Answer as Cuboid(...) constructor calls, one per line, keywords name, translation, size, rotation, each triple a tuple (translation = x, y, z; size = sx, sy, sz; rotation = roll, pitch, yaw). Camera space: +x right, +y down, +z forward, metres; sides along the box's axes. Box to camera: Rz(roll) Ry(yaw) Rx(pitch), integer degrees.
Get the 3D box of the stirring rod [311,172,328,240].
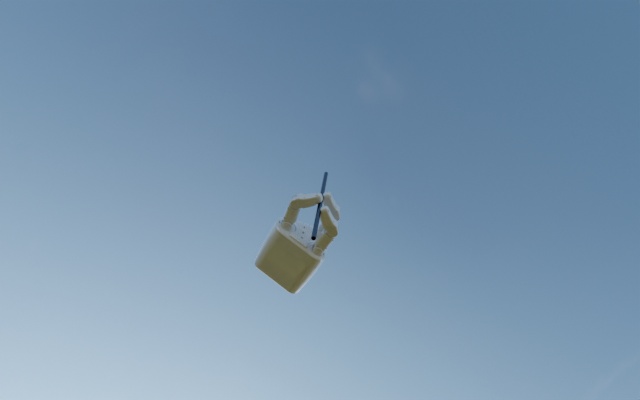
Cuboid(name="stirring rod", translation=(0.000, 0.003, 0.868), size=(0.011, 0.011, 0.239), rotation=(0, 29, 6))
